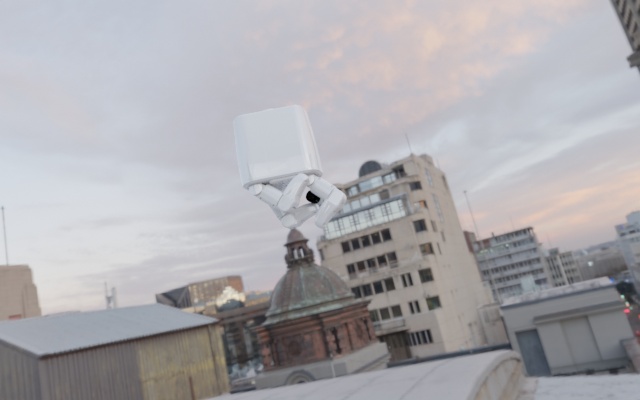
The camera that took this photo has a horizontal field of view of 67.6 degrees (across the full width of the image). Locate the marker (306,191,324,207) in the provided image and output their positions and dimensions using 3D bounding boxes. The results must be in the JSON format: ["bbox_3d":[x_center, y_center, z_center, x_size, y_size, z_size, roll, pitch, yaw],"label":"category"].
[{"bbox_3d":[0.000,0.002,0.744,0.020,0.020,0.121,0,-10,14],"label":"marker"}]
